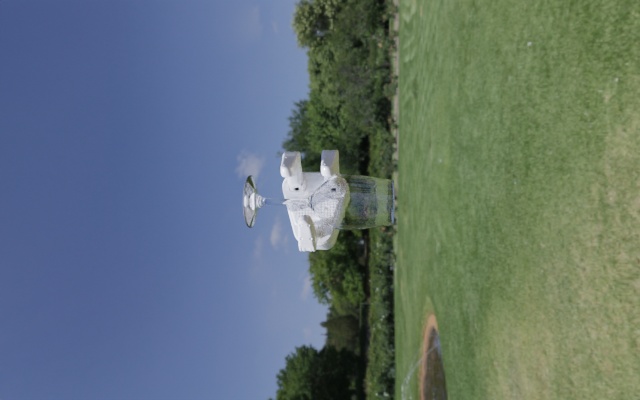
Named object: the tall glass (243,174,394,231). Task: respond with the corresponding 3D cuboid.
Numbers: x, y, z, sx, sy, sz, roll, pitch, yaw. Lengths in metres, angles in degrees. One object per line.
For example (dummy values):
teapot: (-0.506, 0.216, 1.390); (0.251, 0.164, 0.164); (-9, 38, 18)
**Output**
tall glass: (-0.001, 0.002, 0.660); (0.201, 0.079, 0.079); (0, 0, 7)
